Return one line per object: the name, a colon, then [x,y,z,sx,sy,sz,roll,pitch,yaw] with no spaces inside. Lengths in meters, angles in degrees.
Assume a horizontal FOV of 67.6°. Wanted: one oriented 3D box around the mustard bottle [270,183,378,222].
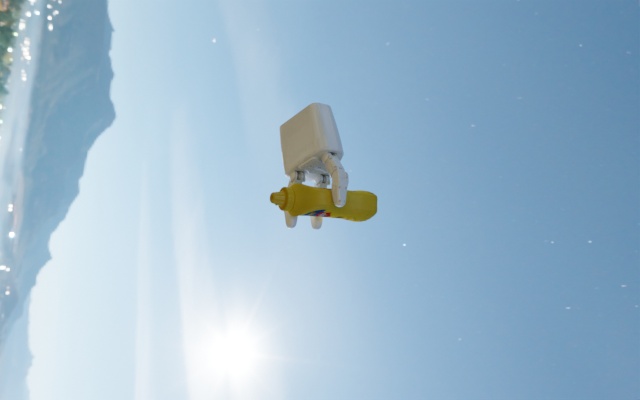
mustard bottle: [0.000,0.003,0.841,0.191,0.058,0.096,6,-7,-32]
